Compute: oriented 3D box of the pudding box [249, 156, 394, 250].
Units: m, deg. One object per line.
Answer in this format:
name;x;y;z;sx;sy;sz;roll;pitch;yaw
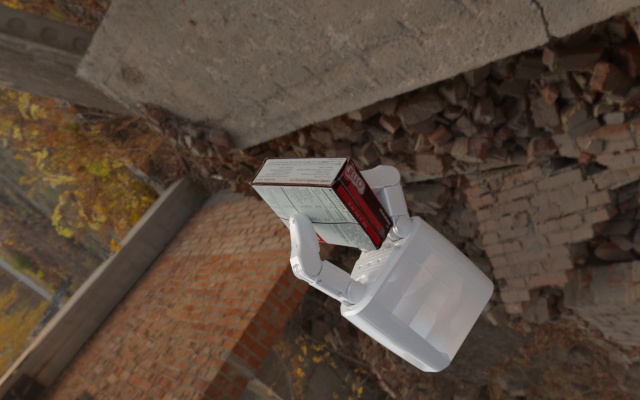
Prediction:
pudding box;0.000;0.002;0.449;0.113;0.039;0.090;2;-40;43
